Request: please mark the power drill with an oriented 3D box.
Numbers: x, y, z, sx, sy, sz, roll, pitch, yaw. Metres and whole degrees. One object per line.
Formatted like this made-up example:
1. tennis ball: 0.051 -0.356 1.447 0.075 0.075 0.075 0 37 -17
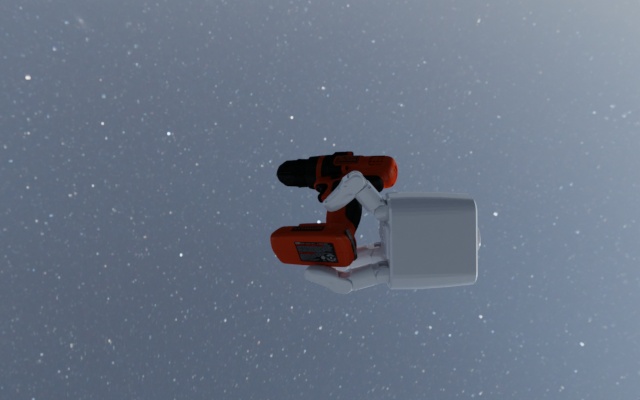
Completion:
1. power drill: 0.000 0.002 0.648 0.184 0.057 0.187 -1 41 24
